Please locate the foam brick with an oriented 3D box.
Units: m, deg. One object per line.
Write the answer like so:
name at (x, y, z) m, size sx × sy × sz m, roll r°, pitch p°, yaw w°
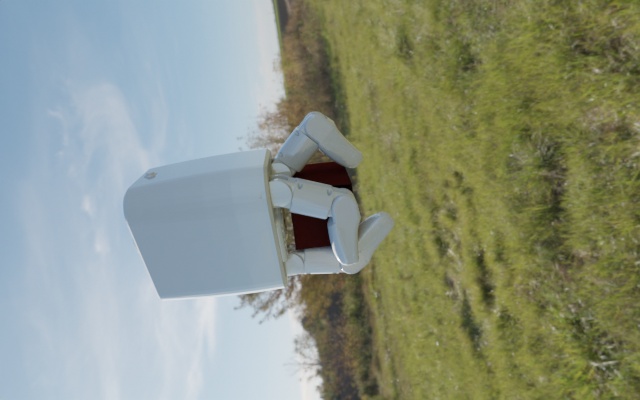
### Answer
foam brick at (0.000, 0.001, 0.416) m, size 0.051 × 0.053 × 0.078 m, roll -7°, pitch 18°, yaw -1°
